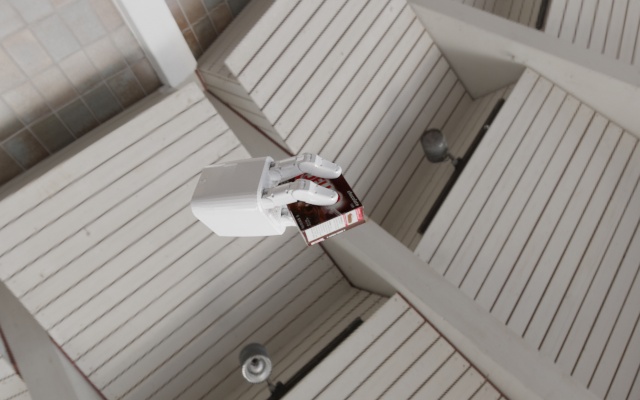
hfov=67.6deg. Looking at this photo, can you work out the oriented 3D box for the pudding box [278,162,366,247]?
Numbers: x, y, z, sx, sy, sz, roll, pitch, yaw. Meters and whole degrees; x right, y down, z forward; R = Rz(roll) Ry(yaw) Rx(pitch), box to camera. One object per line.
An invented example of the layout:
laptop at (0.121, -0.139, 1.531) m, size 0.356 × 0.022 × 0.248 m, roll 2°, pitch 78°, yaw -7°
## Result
pudding box at (0.000, 0.002, 0.669) m, size 0.090 × 0.039 × 0.113 m, roll -23°, pitch 45°, yaw -7°
